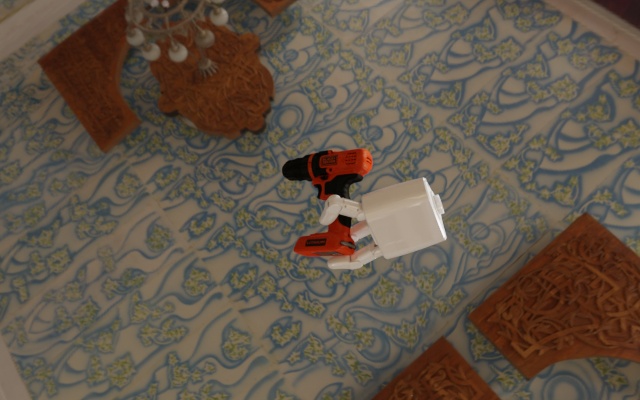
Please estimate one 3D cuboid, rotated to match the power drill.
[{"bbox_3d":[0.000,0.003,0.842,0.184,0.187,0.057,-5,-17,35],"label":"power drill"}]
